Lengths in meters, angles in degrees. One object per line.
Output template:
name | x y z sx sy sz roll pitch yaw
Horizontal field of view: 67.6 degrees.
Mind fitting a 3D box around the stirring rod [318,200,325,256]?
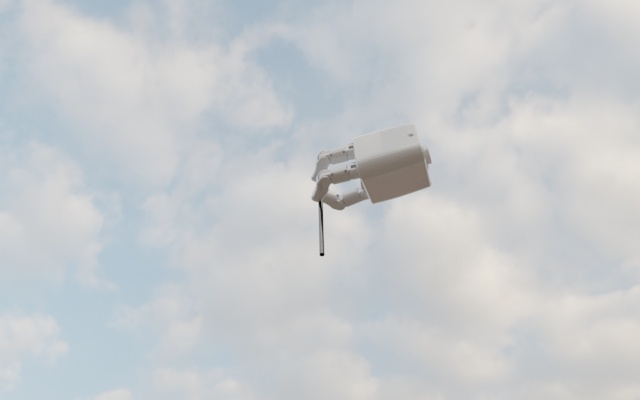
stirring rod | 0.000 0.003 0.797 0.011 0.011 0.239 0 40 -1
